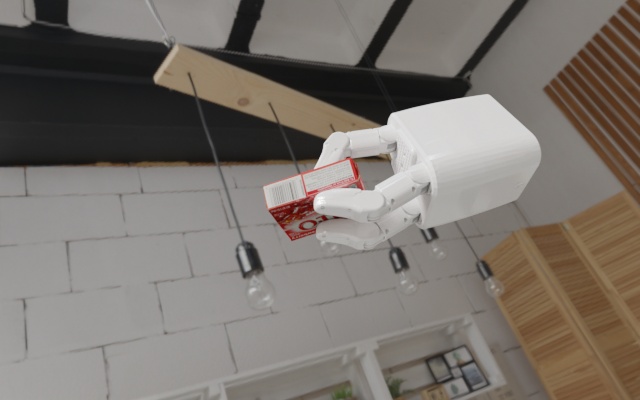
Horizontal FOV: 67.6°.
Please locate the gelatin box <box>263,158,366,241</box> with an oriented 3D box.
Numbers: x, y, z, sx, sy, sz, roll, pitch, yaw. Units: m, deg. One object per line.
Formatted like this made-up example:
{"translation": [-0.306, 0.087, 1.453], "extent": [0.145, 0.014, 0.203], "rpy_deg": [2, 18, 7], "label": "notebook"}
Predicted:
{"translation": [0.000, 0.001, 0.455], "extent": [0.089, 0.030, 0.073], "rpy_deg": [-18, -30, 6], "label": "gelatin box"}
